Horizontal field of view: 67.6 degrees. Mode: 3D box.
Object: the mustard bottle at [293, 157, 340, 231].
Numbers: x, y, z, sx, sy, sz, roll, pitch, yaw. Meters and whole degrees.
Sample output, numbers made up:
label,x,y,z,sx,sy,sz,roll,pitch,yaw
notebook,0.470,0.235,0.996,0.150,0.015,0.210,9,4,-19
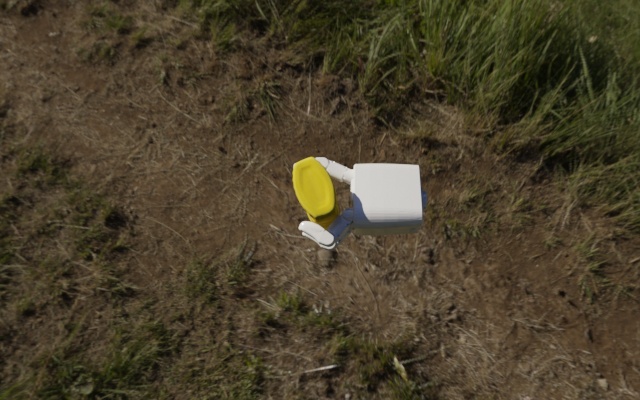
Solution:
label,x,y,z,sx,sy,sz,roll,pitch,yaw
mustard bottle,0.000,0.003,0.786,0.058,0.096,0.192,-24,-15,0
